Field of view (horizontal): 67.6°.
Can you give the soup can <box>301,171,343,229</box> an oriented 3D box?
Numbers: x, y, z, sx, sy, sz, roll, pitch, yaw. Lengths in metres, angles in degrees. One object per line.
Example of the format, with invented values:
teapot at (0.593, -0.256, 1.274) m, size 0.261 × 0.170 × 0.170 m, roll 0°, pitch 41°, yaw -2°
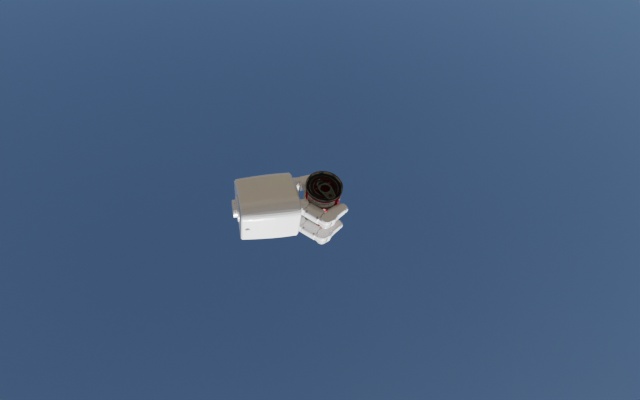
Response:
soup can at (0.001, 0.003, 0.889) m, size 0.068 × 0.068 × 0.102 m, roll 0°, pitch -35°, yaw -10°
